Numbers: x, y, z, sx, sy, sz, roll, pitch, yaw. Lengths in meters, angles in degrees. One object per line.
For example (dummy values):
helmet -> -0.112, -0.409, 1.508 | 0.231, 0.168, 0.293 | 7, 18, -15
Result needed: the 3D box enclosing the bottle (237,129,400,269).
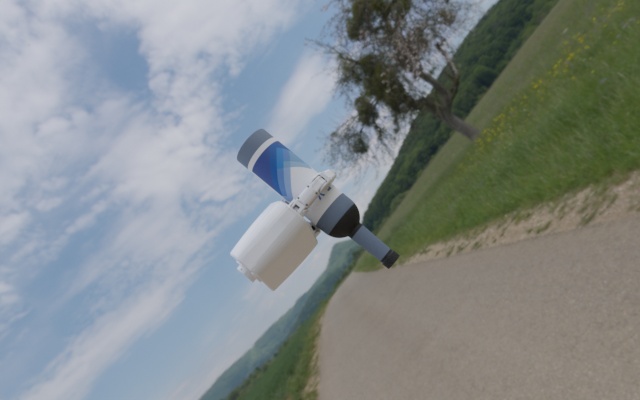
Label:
bottle -> 0.000, 0.002, 0.751 | 0.295, 0.069, 0.069 | 39, 6, 8
